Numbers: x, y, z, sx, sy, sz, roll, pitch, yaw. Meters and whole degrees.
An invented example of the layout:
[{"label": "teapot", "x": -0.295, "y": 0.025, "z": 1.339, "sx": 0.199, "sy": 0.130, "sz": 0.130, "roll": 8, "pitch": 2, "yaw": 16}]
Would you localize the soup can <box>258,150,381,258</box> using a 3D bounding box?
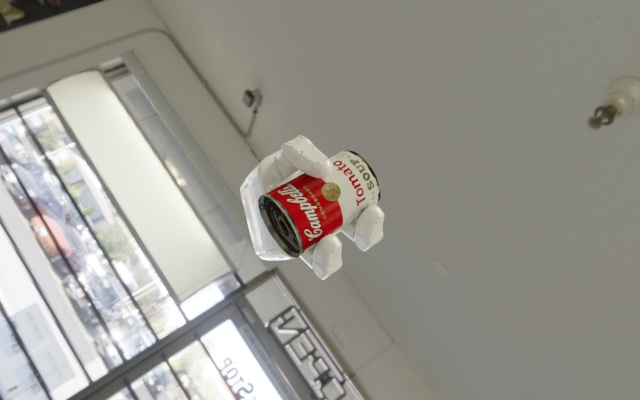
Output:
[{"label": "soup can", "x": 0.000, "y": 0.001, "z": 0.468, "sx": 0.102, "sy": 0.068, "sz": 0.068, "roll": -31, "pitch": 14, "yaw": -24}]
